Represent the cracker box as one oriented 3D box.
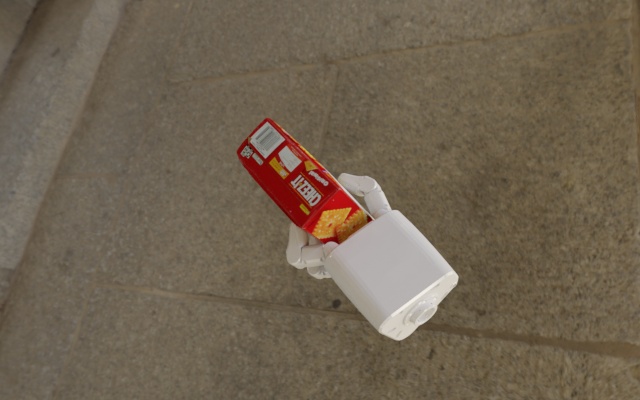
[{"bbox_3d":[0.000,0.002,0.651,0.164,0.072,0.214,46,3,35],"label":"cracker box"}]
